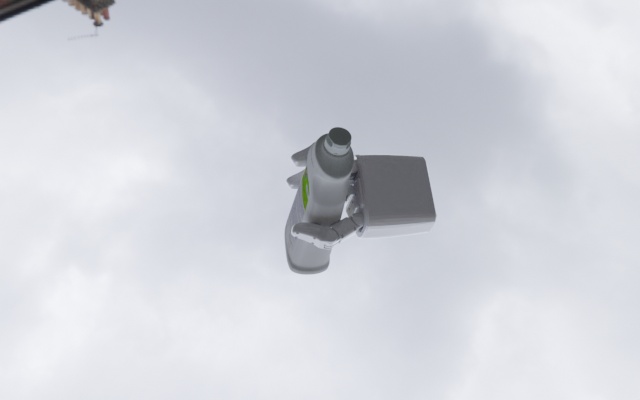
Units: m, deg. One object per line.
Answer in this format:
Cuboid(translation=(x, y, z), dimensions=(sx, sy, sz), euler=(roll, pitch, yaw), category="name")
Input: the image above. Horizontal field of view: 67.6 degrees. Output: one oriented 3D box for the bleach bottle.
Cuboid(translation=(0.000, 0.002, 0.656), dimensions=(0.068, 0.102, 0.251), euler=(-1, -34, -14), category="bleach bottle")
